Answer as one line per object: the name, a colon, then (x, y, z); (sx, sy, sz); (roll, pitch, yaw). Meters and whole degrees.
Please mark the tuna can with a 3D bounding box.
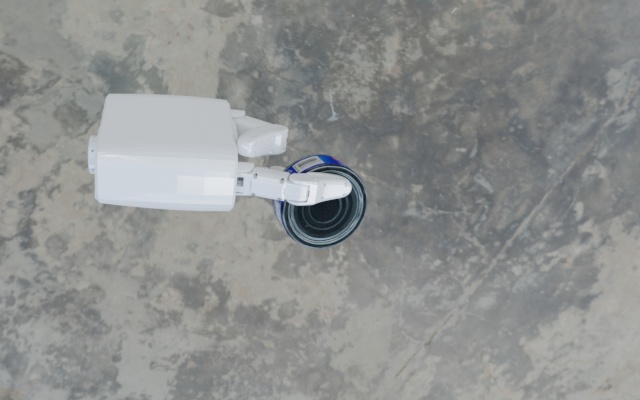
tuna can: (0.000, 0.002, 0.450); (0.086, 0.086, 0.033); (0, 21, -21)
